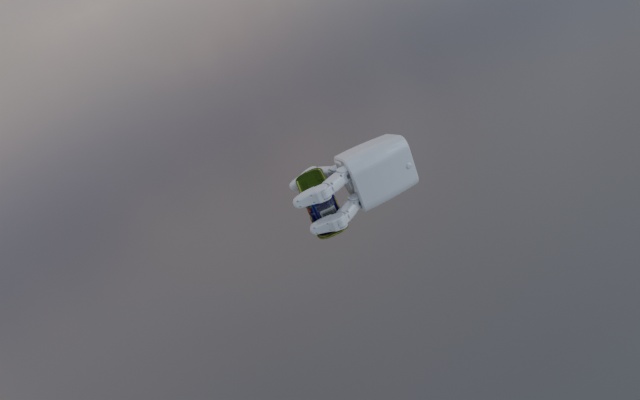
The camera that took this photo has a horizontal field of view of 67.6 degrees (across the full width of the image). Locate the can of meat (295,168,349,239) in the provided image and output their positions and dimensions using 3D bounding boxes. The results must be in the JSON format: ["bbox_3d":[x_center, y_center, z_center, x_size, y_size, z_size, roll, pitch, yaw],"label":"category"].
[{"bbox_3d":[0.000,0.002,0.811,0.057,0.084,0.102,-24,29,-1],"label":"can of meat"}]
